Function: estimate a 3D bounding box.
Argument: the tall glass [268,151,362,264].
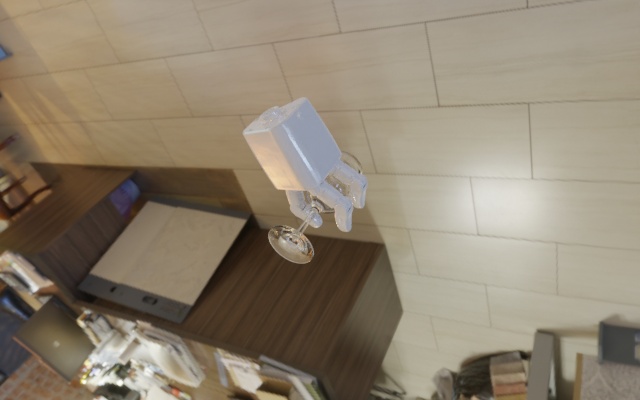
[{"bbox_3d":[0.000,0.003,0.752,0.079,0.079,0.201,0,38,34],"label":"tall glass"}]
